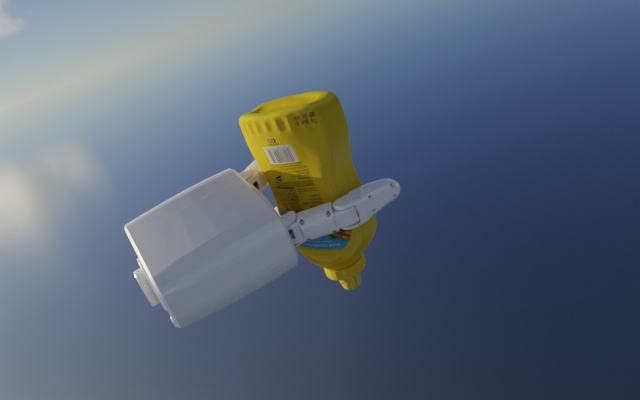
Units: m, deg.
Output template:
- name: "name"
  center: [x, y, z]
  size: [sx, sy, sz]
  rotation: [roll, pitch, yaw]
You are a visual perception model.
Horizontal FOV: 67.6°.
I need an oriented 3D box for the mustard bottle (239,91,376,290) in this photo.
- name: "mustard bottle"
  center: [0.000, 0.001, 0.435]
  size: [0.096, 0.192, 0.058]
  rotation: [-1, 30, 39]
